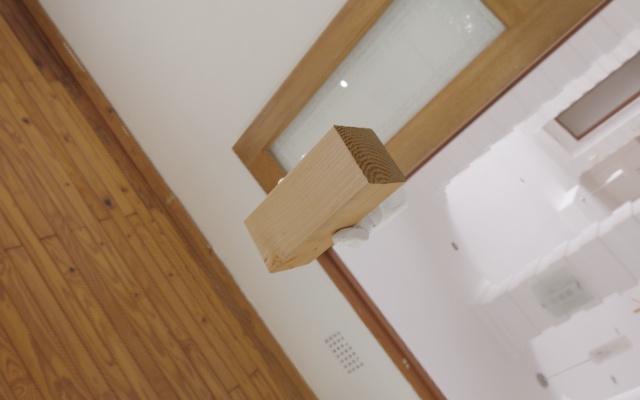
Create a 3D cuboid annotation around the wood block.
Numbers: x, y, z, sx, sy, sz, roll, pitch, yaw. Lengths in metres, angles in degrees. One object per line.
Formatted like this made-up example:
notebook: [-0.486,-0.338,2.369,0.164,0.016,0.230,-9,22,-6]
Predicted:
wood block: [0.000,0.002,0.642,0.090,0.090,0.206,-6,-32,-50]
